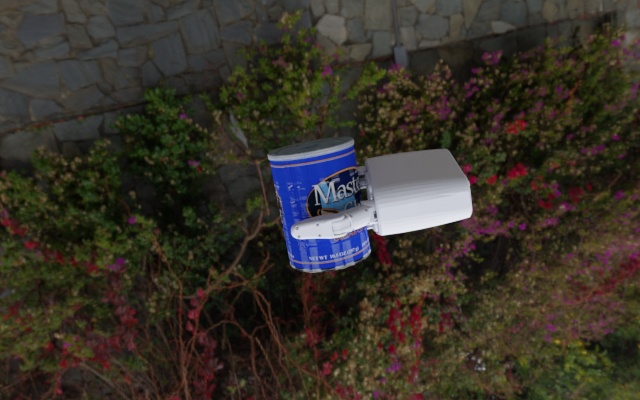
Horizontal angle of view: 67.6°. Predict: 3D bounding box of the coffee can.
[{"bbox_3d":[0.000,0.002,0.577,0.103,0.140,0.102,-10,13,2],"label":"coffee can"}]
